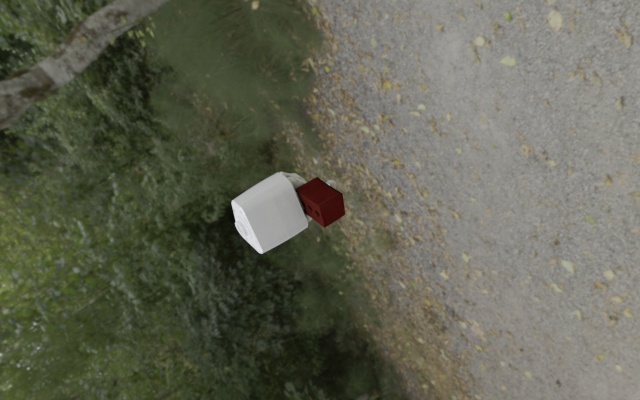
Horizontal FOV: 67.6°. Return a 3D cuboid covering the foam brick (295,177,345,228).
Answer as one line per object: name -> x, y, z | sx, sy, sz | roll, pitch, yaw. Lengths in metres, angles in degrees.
foam brick -> 0.000, 0.003, 0.873 | 0.051, 0.053, 0.078 | -31, 41, -23
